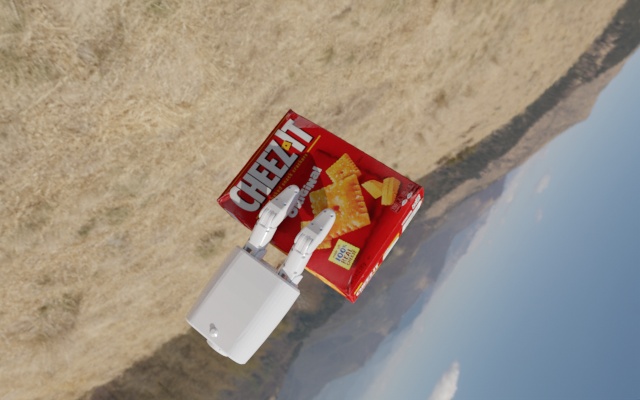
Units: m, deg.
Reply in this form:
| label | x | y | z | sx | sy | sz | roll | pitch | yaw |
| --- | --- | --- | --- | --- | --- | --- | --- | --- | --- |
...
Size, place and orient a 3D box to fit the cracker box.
| label | x | y | z | sx | sy | sz | roll | pitch | yaw |
| --- | --- | --- | --- | --- | --- | --- | --- | --- | --- |
| cracker box | 0.000 | 0.002 | 0.620 | 0.213 | 0.164 | 0.072 | 33 | -12 | 17 |
